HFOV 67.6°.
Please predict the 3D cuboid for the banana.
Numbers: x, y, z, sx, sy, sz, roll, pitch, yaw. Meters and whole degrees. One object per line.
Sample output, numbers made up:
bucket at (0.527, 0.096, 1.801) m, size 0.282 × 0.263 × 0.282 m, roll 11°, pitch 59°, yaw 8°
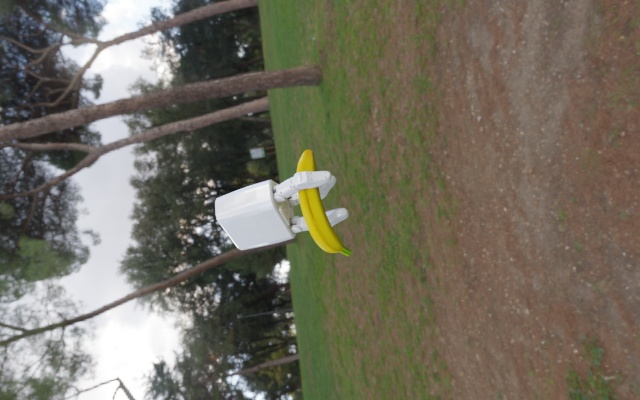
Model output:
banana at (-0.007, 0.006, 0.798) m, size 0.037 × 0.197 × 0.069 m, roll -23°, pitch -9°, yaw 26°
